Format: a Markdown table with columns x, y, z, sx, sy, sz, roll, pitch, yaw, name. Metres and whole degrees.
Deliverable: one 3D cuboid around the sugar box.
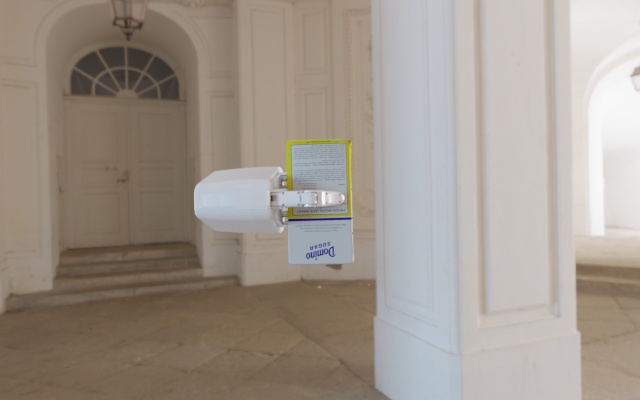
| x | y | z | sx | sy | sz | roll | pitch | yaw | name |
| --- | --- | --- | --- | --- | --- | --- | --- | --- | --- |
| 0.000 | 0.002 | 0.685 | 0.093 | 0.176 | 0.048 | -1 | 1 | 5 | sugar box |
